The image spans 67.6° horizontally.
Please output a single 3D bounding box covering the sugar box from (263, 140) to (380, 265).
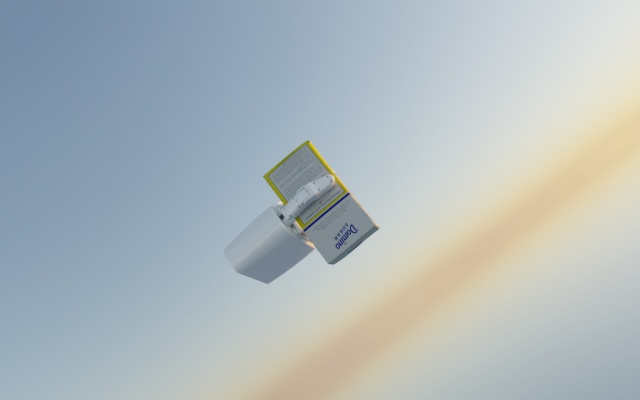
[{"bbox_3d":[0.000,0.002,0.732,0.093,0.176,0.048,-39,-16,6],"label":"sugar box"}]
